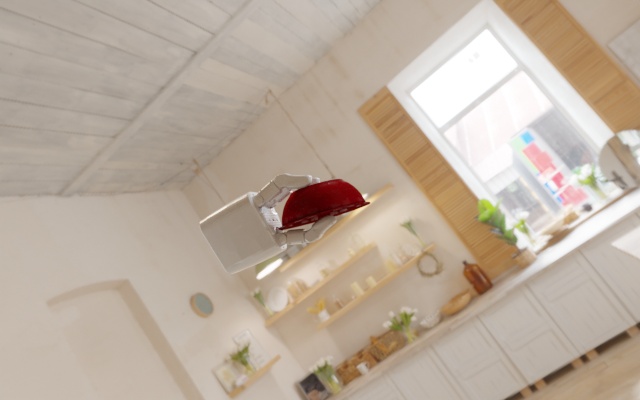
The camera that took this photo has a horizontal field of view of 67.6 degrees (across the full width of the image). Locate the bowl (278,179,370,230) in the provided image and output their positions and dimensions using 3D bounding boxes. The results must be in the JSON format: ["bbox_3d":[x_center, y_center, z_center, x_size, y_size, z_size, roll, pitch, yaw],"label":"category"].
[{"bbox_3d":[0.001,0.002,0.808,0.162,0.055,0.162,-16,-5,-1],"label":"bowl"}]
